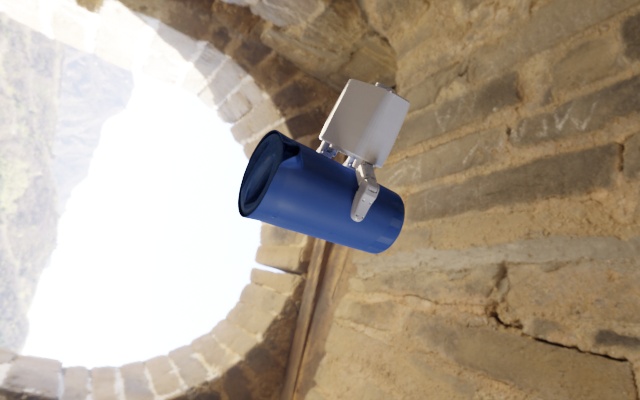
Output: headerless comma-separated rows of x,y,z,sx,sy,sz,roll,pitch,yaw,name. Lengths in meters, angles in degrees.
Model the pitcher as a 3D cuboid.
0.000,0.002,0.736,0.243,0.145,0.149,22,8,-26,pitcher
